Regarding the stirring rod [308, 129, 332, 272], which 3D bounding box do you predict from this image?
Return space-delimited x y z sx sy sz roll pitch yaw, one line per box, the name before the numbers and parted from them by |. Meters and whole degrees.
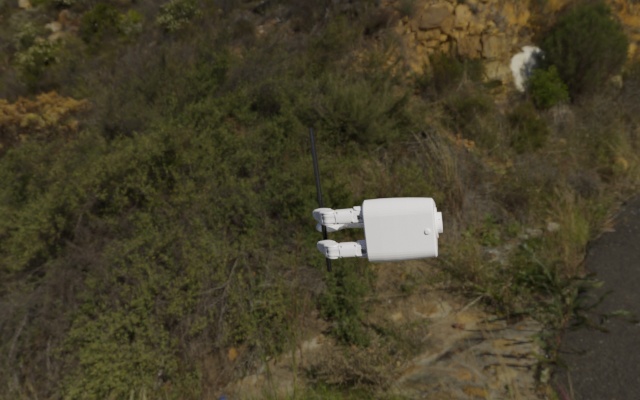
stirring rod | 0.000 0.003 0.790 0.011 0.239 0.011 -7 11 1
